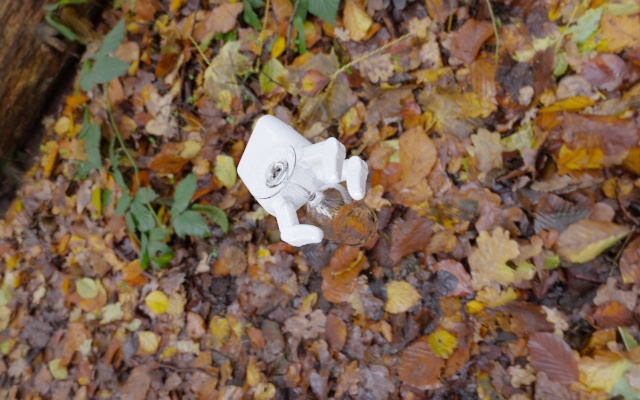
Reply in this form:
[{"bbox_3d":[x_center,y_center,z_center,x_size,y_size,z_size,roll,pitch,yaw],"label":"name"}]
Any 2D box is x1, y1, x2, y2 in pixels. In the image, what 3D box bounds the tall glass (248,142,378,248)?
[{"bbox_3d":[0.000,0.002,0.632,0.079,0.079,0.201,0,-23,40],"label":"tall glass"}]
